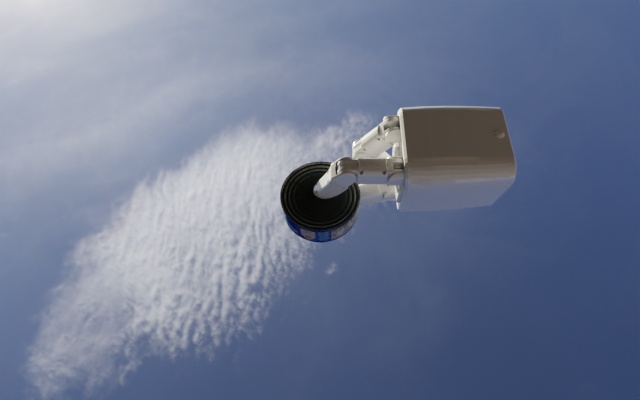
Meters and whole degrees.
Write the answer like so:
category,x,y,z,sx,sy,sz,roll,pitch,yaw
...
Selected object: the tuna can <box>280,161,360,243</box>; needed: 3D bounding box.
category,x,y,z,sx,sy,sz,roll,pitch,yaw
tuna can,0.000,0.002,0.522,0.086,0.086,0.034,0,-30,2
